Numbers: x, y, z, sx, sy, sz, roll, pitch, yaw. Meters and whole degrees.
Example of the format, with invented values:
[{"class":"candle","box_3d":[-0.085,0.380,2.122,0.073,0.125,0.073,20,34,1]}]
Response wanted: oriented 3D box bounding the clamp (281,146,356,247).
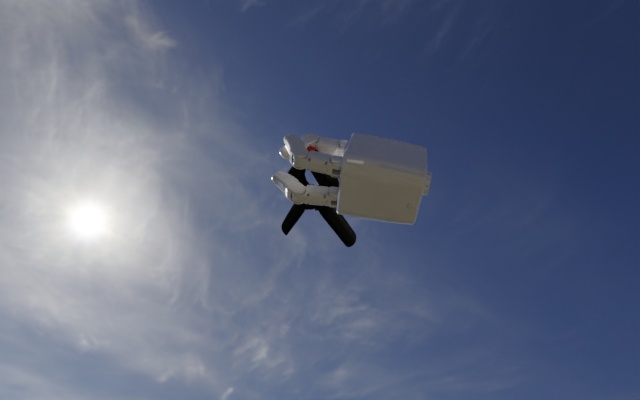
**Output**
[{"class":"clamp","box_3d":[0.000,0.002,0.697,0.120,0.172,0.039,11,45,8]}]
